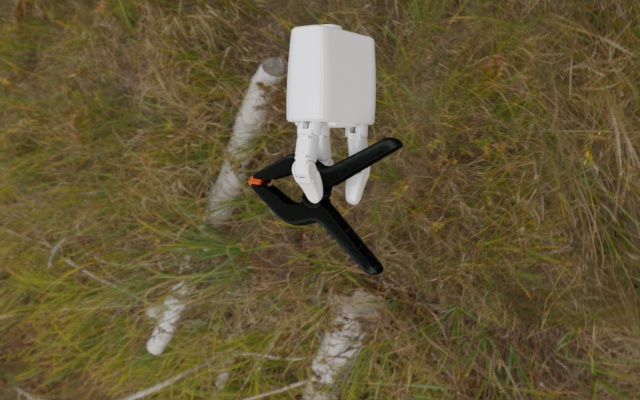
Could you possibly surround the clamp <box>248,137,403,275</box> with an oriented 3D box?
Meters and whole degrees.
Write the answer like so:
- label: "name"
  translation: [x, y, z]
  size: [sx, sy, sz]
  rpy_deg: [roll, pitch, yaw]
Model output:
- label: "clamp"
  translation: [-0.001, 0.002, 0.603]
  size: [0.210, 0.164, 0.036]
  rpy_deg: [5, 6, 30]
